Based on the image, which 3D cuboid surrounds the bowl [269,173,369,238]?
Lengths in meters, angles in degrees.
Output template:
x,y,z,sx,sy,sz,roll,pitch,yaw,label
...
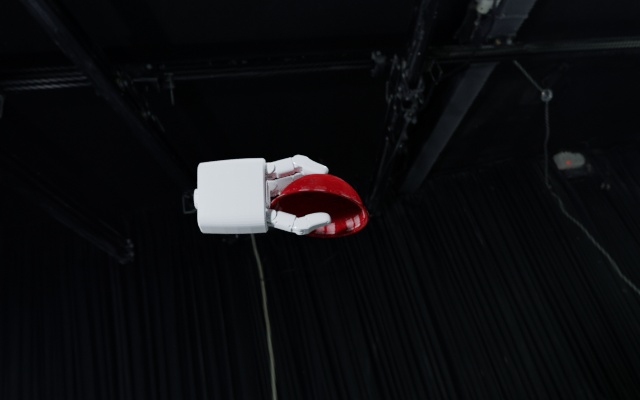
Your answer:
x,y,z,sx,sy,sz,roll,pitch,yaw,label
0.001,0.002,0.783,0.162,0.055,0.162,5,-29,3,bowl
